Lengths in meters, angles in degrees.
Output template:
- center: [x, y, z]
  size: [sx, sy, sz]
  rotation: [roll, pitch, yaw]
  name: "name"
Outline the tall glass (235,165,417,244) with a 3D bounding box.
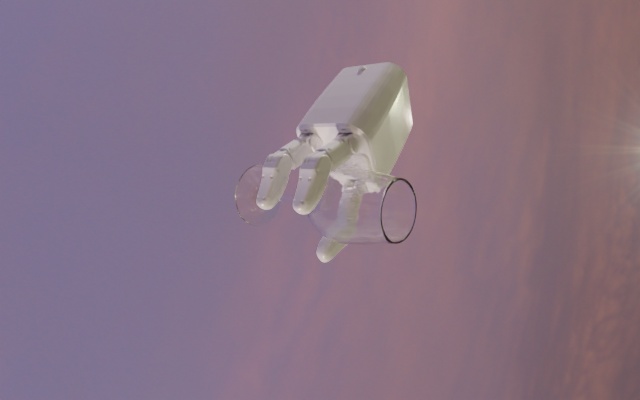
- center: [0.000, 0.002, 0.510]
  size: [0.201, 0.079, 0.079]
  rotation: [7, 4, 42]
  name: "tall glass"
